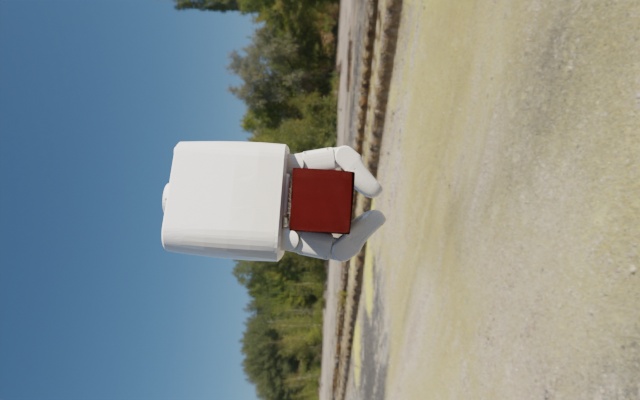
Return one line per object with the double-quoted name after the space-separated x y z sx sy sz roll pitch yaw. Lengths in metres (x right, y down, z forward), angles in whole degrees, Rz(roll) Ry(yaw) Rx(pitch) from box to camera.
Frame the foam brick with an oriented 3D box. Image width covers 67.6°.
0.000 0.001 0.422 0.051 0.053 0.078 4 -2 -1 "foam brick"
